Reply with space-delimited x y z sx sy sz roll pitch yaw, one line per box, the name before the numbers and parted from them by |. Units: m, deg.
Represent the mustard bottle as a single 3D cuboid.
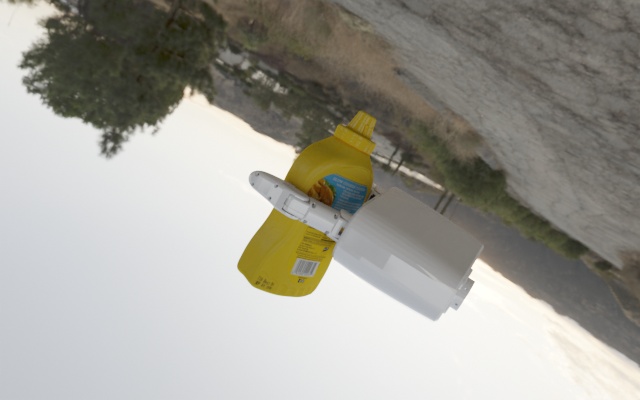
mustard bottle | 0.000 0.002 0.467 0.096 0.191 0.058 18 15 -46
